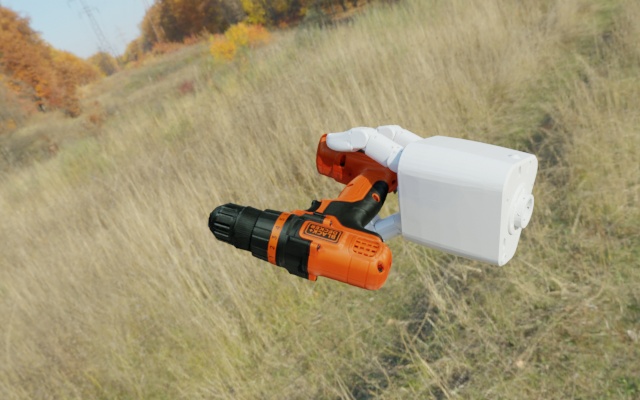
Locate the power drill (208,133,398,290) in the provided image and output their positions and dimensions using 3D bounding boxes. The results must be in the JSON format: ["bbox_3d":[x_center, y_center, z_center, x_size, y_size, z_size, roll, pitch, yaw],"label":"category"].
[{"bbox_3d":[0.001,0.001,0.506,0.184,0.057,0.187,17,43,13],"label":"power drill"}]
